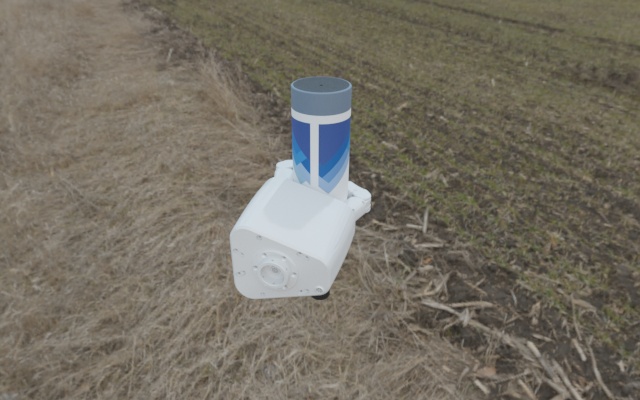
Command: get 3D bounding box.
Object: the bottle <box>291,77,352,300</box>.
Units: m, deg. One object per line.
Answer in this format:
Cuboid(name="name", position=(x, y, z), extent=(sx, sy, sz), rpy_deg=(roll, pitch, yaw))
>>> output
Cuboid(name="bottle", position=(0.000, 0.002, 0.592), extent=(0.069, 0.296, 0.069), rpy_deg=(0, 30, 0))
